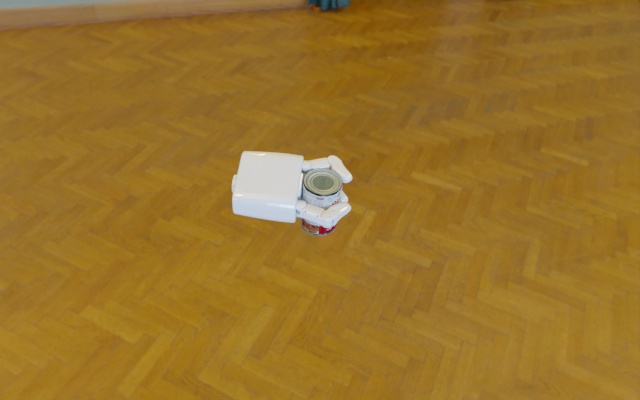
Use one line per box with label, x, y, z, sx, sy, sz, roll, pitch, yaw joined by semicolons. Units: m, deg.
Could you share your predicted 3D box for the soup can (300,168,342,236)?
soup can;0.001;0.003;0.827;0.068;0.068;0.102;0;-44;-6
